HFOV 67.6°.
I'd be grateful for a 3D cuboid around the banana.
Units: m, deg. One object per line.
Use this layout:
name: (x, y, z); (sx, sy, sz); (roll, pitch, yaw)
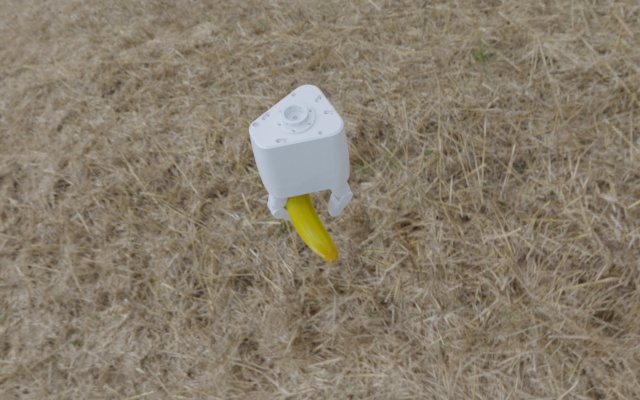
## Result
banana: (-0.019, 0.000, 0.688); (0.069, 0.197, 0.037); (0, -36, -10)
